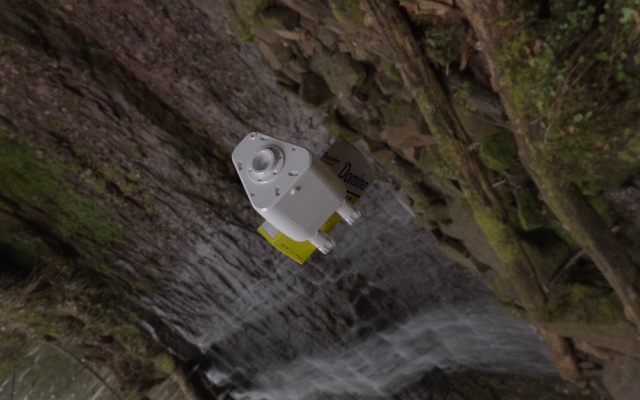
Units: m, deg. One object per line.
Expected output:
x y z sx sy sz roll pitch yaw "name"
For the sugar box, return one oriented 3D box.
0.000 0.003 0.688 0.048 0.176 0.093 43 0 35 "sugar box"
